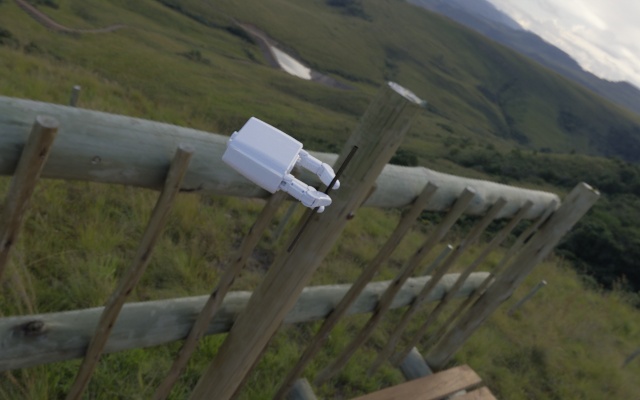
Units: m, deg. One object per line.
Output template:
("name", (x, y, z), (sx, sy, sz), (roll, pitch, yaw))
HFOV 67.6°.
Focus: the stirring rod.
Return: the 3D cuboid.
("stirring rod", (0.000, 0.003, 0.848), (0.011, 0.240, 0.011), (27, 24, -13))
